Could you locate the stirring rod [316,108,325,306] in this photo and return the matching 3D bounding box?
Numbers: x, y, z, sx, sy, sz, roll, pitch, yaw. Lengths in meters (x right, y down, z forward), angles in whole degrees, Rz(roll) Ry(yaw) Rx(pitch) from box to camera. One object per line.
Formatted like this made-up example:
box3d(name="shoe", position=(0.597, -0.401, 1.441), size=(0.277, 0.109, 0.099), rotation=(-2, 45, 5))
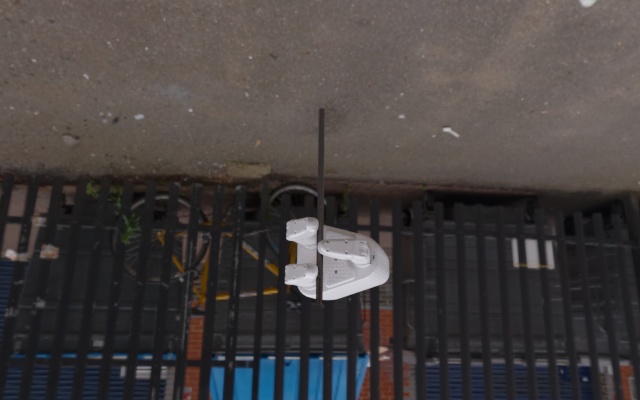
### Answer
box3d(name="stirring rod", position=(0.000, 0.002, 0.567), size=(0.011, 0.239, 0.011), rotation=(1, -16, 0))
